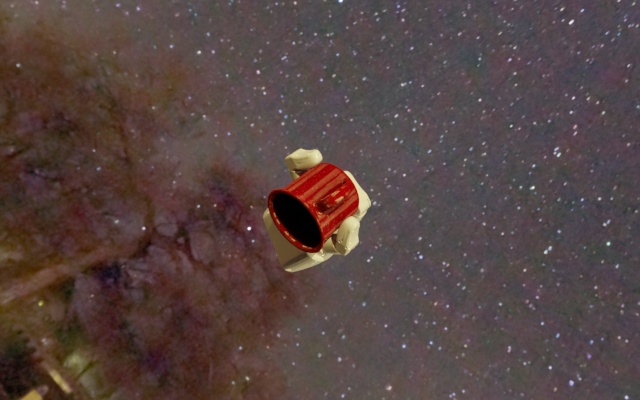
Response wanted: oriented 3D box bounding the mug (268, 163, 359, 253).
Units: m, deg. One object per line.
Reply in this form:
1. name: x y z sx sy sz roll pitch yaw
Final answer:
1. mug: 0.001 0.001 0.589 0.081 0.093 0.117 -39 4 -33
